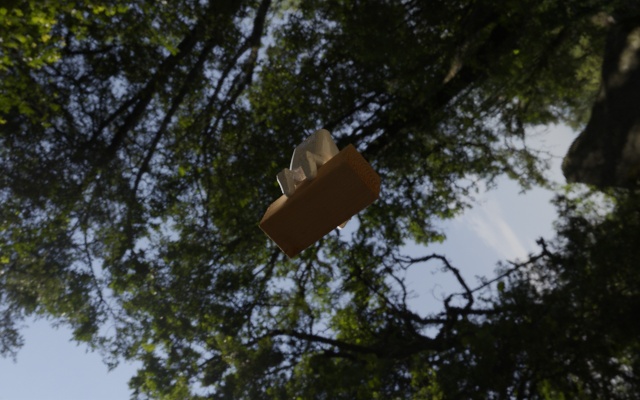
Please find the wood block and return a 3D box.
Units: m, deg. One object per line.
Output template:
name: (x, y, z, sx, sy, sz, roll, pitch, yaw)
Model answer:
wood block: (0.000, 0.003, 0.867, 0.206, 0.091, 0.090, -36, 15, 24)
